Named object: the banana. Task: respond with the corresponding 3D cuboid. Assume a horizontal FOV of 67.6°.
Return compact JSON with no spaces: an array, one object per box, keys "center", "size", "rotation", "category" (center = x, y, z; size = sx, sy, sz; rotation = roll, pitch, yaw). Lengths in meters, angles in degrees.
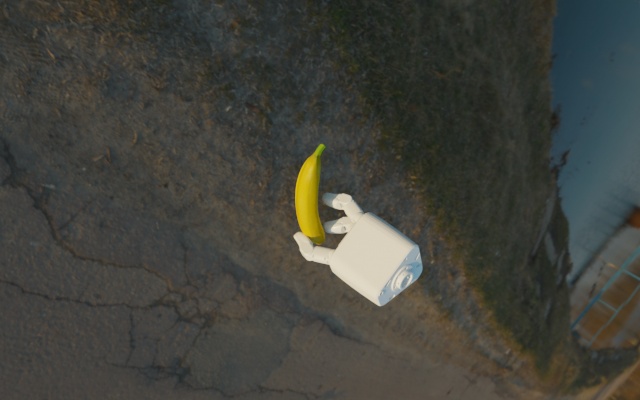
[{"center":[-0.013,0.006,0.813],"size":[0.069,0.198,0.037],"rotation":[-25,41,-37],"category":"banana"}]
